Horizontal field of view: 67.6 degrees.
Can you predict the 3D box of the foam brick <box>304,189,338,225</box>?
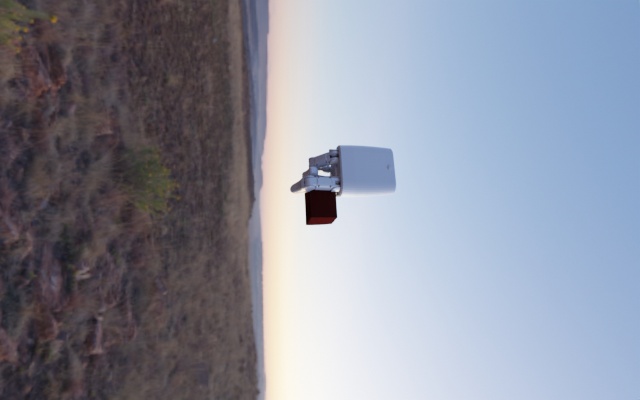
[{"bbox_3d":[0.000,0.003,0.896,0.051,0.078,0.053,1,-18,-13],"label":"foam brick"}]
